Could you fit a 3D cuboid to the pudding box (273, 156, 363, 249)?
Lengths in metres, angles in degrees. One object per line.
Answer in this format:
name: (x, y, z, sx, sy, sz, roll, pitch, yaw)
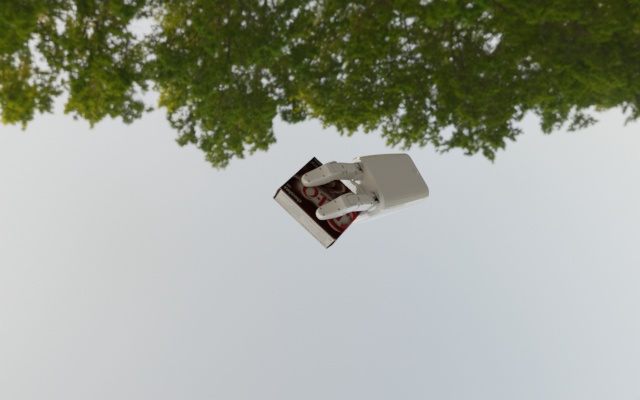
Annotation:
pudding box: (0.000, 0.002, 0.709, 0.090, 0.113, 0.039, -46, -4, -40)
